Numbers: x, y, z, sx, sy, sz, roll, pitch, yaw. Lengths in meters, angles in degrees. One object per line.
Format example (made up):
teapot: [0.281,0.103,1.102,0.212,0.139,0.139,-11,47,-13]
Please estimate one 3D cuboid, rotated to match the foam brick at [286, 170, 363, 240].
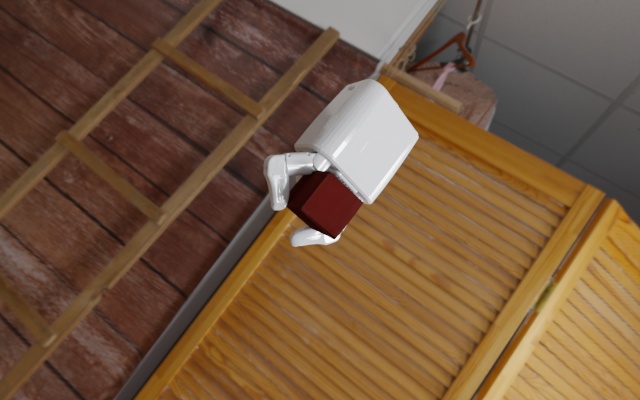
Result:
foam brick: [0.000,0.002,0.524,0.053,0.051,0.078,42,-8,-19]
